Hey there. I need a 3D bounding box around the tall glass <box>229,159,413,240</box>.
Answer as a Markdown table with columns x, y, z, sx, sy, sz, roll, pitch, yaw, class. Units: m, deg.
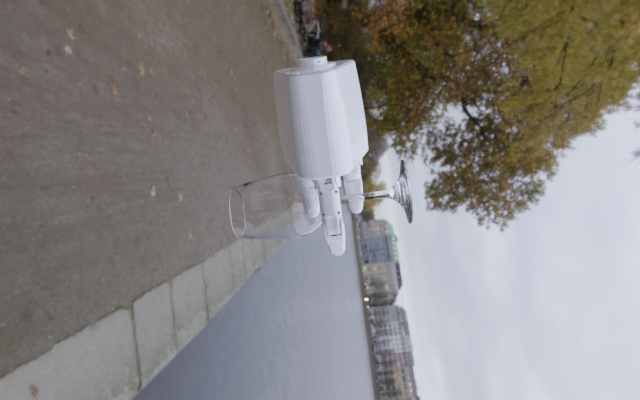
| x | y | z | sx | sy | sz | roll | pitch | yaw | class |
| --- | --- | --- | --- | --- | --- | --- | --- | --- | --- |
| 0.001 | 0.002 | 0.551 | 0.201 | 0.079 | 0.079 | -7 | -1 | 4 | tall glass |
